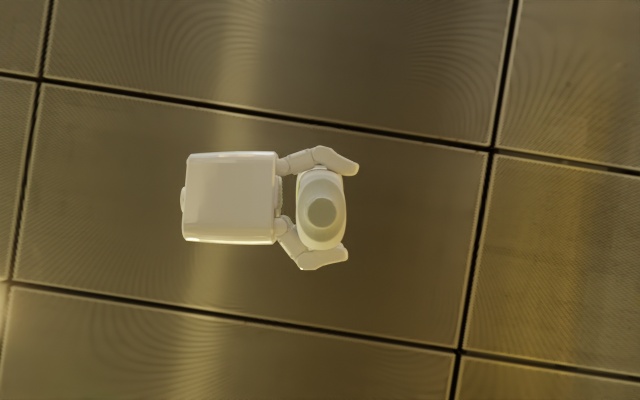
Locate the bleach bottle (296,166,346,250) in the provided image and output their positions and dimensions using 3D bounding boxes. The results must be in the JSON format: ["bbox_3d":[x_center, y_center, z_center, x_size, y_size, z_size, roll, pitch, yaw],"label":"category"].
[{"bbox_3d":[0.000,0.002,0.577,0.068,0.102,0.251,-1,1,-1],"label":"bleach bottle"}]
